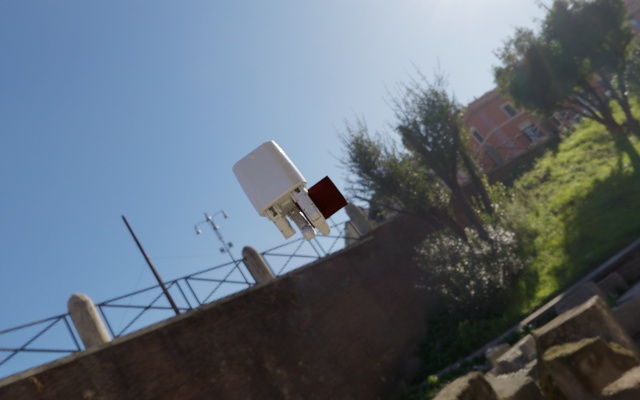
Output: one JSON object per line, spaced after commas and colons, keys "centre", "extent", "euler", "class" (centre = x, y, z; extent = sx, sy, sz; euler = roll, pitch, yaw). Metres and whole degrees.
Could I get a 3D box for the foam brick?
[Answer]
{"centre": [0.000, 0.003, 0.842], "extent": [0.078, 0.051, 0.053], "euler": [-36, -20, -1], "class": "foam brick"}
